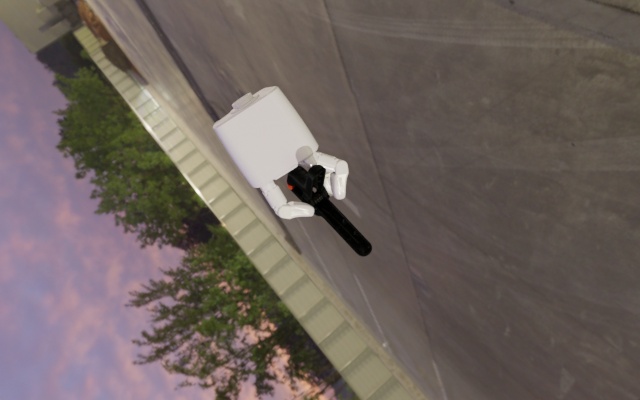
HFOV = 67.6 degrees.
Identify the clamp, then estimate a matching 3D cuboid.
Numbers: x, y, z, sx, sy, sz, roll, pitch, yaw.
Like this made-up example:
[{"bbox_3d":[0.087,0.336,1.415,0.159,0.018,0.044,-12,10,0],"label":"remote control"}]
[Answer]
[{"bbox_3d":[-0.001,0.003,0.752,0.036,0.165,0.210,-37,21,-11],"label":"clamp"}]
